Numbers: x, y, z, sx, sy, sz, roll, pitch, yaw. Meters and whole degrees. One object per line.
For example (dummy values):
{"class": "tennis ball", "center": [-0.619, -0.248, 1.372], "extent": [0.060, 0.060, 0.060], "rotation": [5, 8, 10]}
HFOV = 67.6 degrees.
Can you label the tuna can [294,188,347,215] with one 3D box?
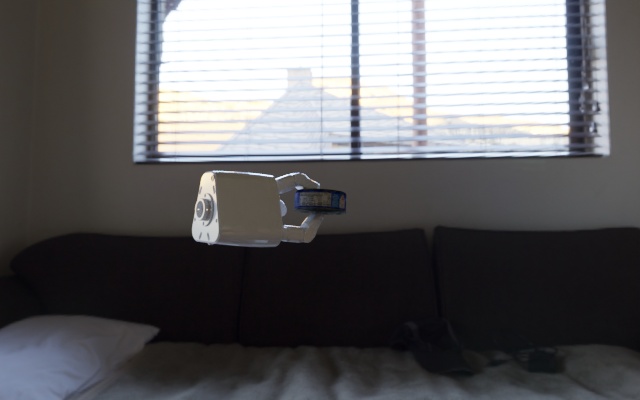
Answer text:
{"class": "tuna can", "center": [0.000, 0.002, 0.787], "extent": [0.086, 0.033, 0.086], "rotation": [3, -7, 0]}
